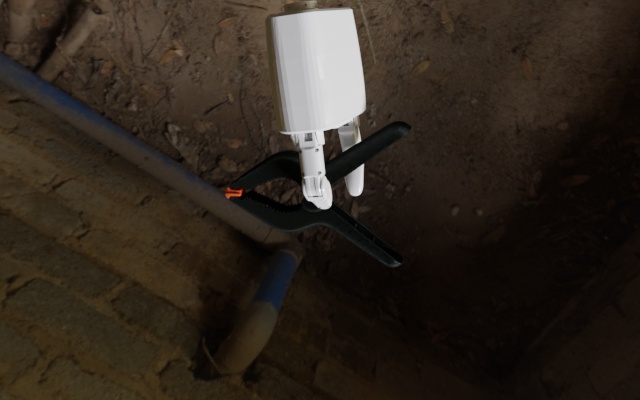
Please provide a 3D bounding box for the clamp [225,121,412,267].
[{"bbox_3d":[-0.001,0.002,0.534,0.210,0.164,0.036,-4,17,11],"label":"clamp"}]
